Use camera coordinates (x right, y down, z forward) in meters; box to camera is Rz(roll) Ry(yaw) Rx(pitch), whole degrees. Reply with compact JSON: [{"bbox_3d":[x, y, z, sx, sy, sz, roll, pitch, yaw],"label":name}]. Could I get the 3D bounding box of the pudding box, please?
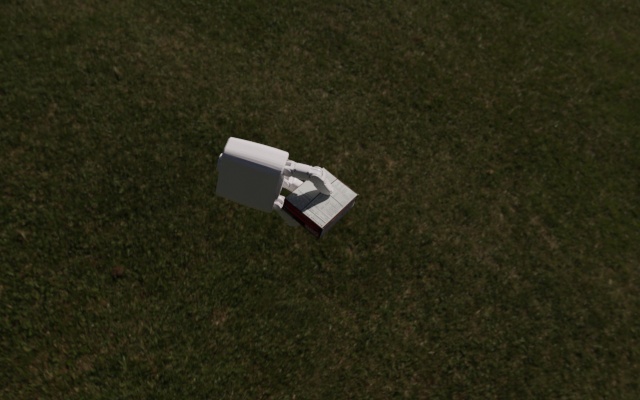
[{"bbox_3d":[0.000,0.003,0.857,0.113,0.090,0.039,-42,-16,-33],"label":"pudding box"}]
